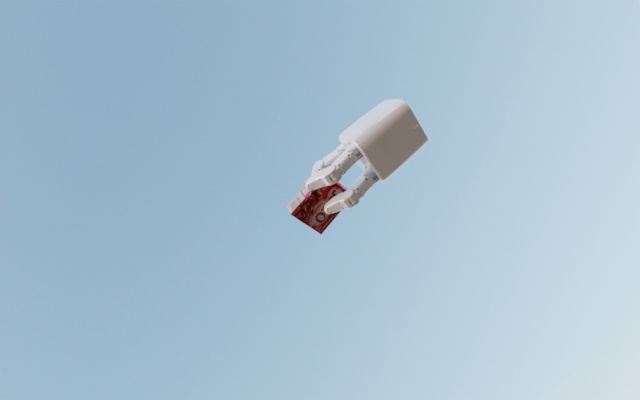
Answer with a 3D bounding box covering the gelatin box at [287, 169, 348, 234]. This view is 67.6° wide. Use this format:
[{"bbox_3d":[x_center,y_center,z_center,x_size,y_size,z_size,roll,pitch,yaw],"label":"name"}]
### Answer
[{"bbox_3d":[0.000,0.003,0.798,0.073,0.089,0.030,35,10,-32],"label":"gelatin box"}]
